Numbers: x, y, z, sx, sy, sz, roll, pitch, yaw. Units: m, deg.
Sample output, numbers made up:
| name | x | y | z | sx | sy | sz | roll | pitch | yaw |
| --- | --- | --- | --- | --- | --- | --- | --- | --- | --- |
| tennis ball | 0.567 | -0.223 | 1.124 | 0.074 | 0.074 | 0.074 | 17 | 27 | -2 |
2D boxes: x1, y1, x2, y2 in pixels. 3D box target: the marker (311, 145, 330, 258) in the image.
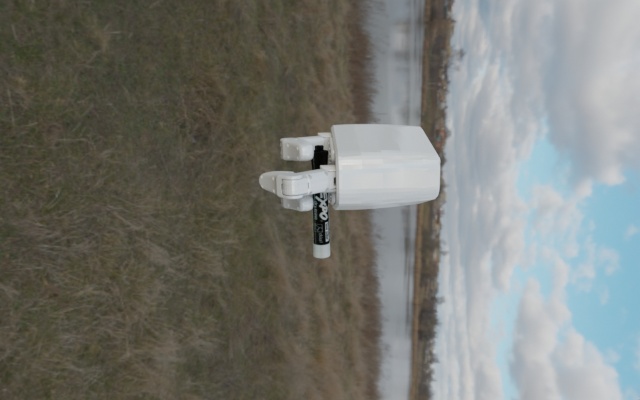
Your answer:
| name | x | y | z | sx | sy | sz | roll | pitch | yaw |
| --- | --- | --- | --- | --- | --- | --- | --- | --- | --- |
| marker | 0.000 | 0.002 | 0.508 | 0.020 | 0.121 | 0.020 | -1 | 14 | 0 |
